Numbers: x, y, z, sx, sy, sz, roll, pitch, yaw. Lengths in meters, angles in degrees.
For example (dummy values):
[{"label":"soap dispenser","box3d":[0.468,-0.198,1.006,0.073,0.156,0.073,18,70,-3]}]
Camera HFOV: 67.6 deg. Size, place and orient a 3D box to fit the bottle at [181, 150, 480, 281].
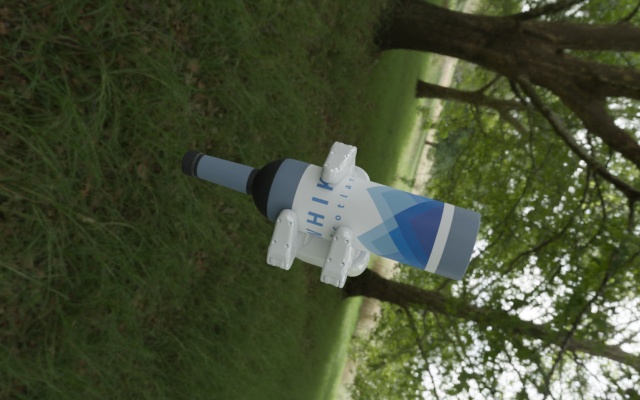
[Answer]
[{"label":"bottle","box3d":[0.000,0.002,0.471,0.295,0.069,0.069,17,3,10]}]
